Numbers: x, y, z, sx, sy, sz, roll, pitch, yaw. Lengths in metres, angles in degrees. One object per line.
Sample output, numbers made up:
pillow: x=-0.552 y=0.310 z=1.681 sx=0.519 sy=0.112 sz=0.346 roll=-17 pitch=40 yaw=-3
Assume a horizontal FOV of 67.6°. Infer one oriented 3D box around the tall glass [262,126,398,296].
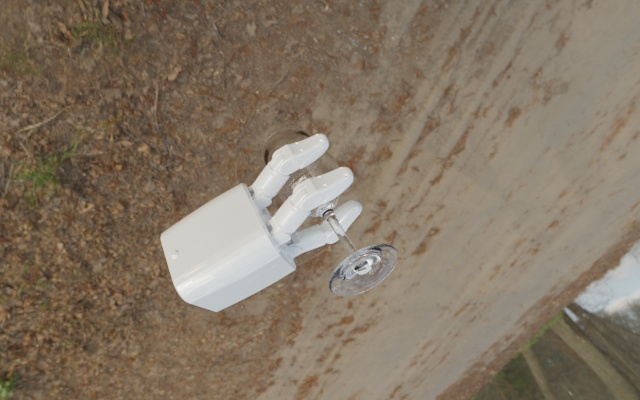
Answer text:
tall glass: x=0.001 y=0.002 z=0.516 sx=0.079 sy=0.079 sz=0.201 roll=0 pitch=42 yaw=-34
